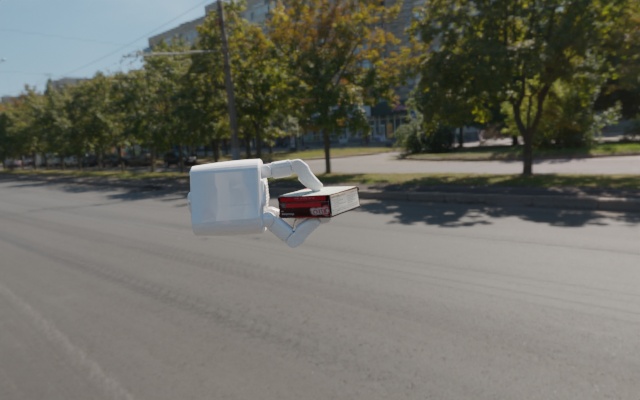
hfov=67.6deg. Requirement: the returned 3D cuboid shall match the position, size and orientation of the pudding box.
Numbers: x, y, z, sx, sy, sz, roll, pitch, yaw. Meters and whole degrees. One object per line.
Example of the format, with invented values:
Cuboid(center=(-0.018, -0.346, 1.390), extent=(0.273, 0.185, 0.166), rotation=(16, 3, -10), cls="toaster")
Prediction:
Cuboid(center=(0.000, 0.002, 0.744), extent=(0.090, 0.039, 0.113), rotation=(0, 9, 28), cls="pudding box")
